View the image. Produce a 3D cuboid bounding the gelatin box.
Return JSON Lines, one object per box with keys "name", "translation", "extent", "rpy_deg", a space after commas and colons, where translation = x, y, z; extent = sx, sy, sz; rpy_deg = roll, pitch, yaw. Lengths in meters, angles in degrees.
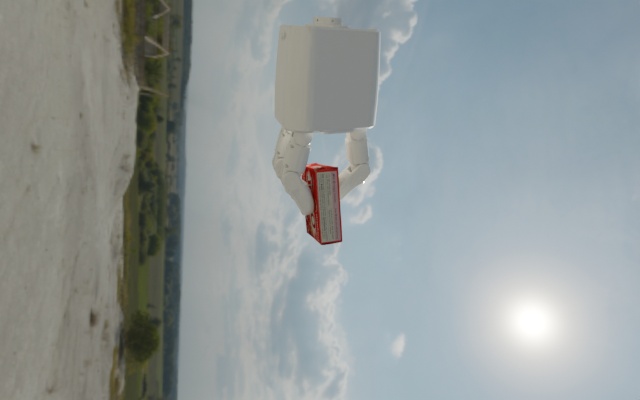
{"name": "gelatin box", "translation": [0.001, 0.002, 0.570], "extent": [0.030, 0.089, 0.073], "rpy_deg": [-7, 9, -14]}
